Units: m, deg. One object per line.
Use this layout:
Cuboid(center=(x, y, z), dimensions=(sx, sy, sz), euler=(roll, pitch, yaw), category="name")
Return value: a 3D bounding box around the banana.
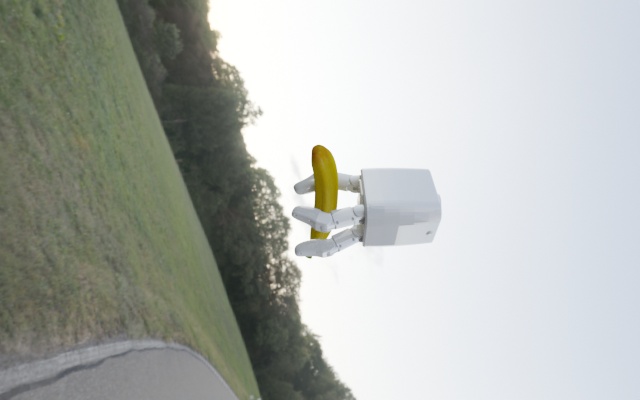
Cuboid(center=(0.005, -0.005, 0.696), dimensions=(0.037, 0.198, 0.069), euler=(10, 37, 10), category="banana")
